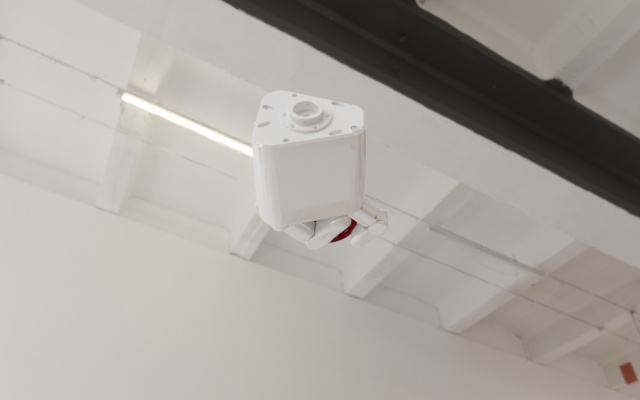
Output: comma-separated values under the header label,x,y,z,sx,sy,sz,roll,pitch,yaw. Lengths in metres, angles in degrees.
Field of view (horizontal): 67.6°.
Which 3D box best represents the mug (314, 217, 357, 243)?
label,x,y,z,sx,sy,sz,roll,pitch,yaw
mug,0.000,0.003,0.602,0.093,0.081,0.117,4,-43,2
